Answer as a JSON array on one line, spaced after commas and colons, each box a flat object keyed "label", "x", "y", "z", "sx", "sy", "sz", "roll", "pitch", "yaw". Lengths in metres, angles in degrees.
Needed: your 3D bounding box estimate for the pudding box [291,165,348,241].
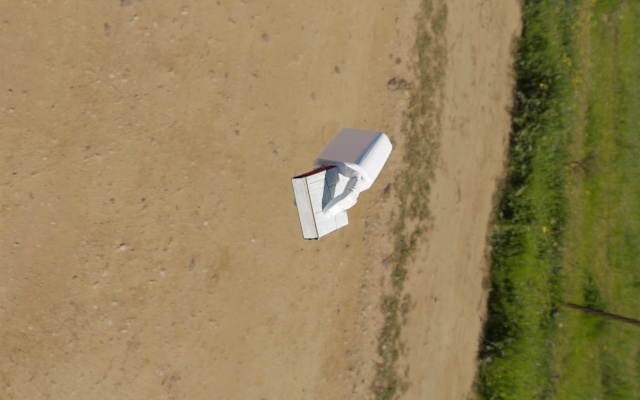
[{"label": "pudding box", "x": 0.000, "y": 0.003, "z": 0.828, "sx": 0.039, "sy": 0.113, "sz": 0.090, "roll": -5, "pitch": 11, "yaw": 42}]
